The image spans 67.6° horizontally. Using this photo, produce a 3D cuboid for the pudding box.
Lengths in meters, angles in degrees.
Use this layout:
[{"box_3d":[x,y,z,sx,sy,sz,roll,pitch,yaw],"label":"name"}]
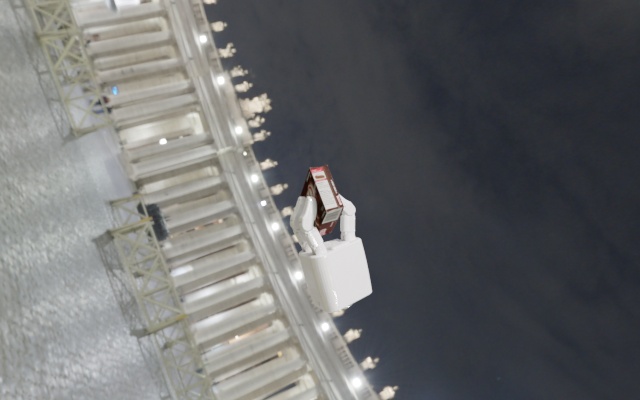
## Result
[{"box_3d":[0.000,0.003,0.860,0.039,0.090,0.113,-14,-23,-20],"label":"pudding box"}]
